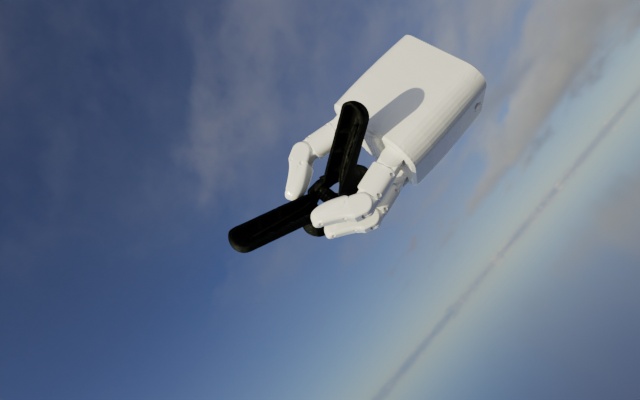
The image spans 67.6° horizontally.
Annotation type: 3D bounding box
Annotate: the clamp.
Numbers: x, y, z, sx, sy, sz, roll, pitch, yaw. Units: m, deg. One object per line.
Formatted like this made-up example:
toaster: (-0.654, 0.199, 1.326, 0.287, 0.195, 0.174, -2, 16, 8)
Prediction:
clamp: (0.000, 0.001, 0.486, 0.036, 0.164, 0.210, 46, 0, 20)
